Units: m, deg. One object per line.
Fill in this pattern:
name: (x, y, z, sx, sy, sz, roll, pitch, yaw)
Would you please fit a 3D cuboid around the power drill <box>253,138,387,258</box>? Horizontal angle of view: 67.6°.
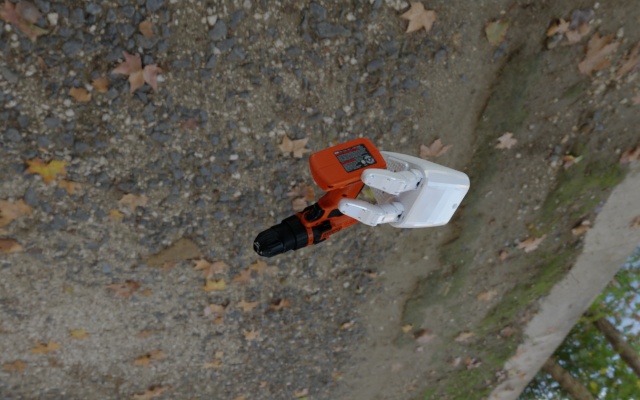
power drill: (0.000, 0.002, 0.666, 0.184, 0.057, 0.188, -23, -22, -30)
